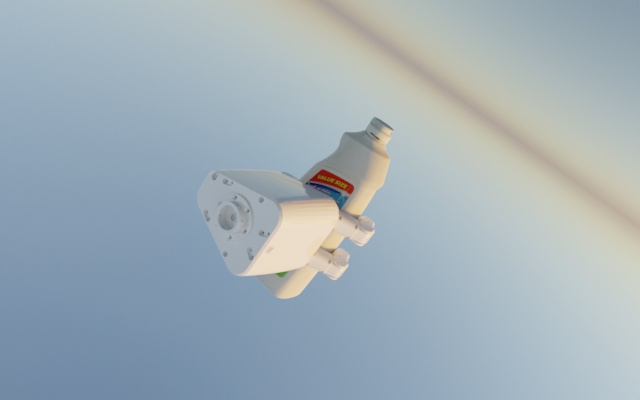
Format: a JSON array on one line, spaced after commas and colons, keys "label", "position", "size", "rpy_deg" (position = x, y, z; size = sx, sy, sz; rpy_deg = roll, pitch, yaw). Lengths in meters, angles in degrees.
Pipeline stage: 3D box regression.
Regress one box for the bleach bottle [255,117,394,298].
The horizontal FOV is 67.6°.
[{"label": "bleach bottle", "position": [0.000, 0.002, 0.599], "size": [0.102, 0.251, 0.068], "rpy_deg": [44, 21, 24]}]
